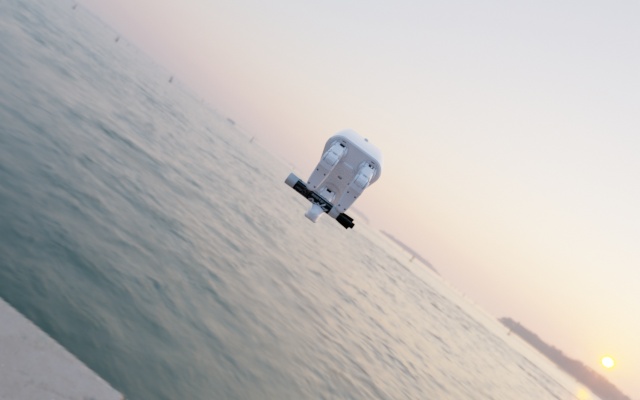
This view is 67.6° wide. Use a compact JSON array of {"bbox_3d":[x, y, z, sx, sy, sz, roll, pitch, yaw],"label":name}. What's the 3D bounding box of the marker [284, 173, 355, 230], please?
[{"bbox_3d":[0.000,0.002,0.700,0.121,0.020,0.020,37,-1,-1],"label":"marker"}]
